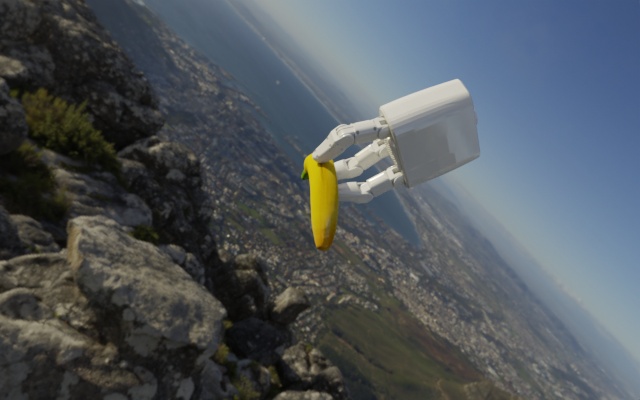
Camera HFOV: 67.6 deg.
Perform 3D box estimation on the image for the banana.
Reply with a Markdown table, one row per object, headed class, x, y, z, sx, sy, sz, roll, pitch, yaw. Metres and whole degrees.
| class | x | y | z | sx | sy | sz | roll | pitch | yaw |
| --- | --- | --- | --- | --- | --- | --- | --- | --- | --- |
| banana | 0.001 | -0.016 | 0.618 | 0.037 | 0.070 | 0.197 | 2 | 29 | -8 |
